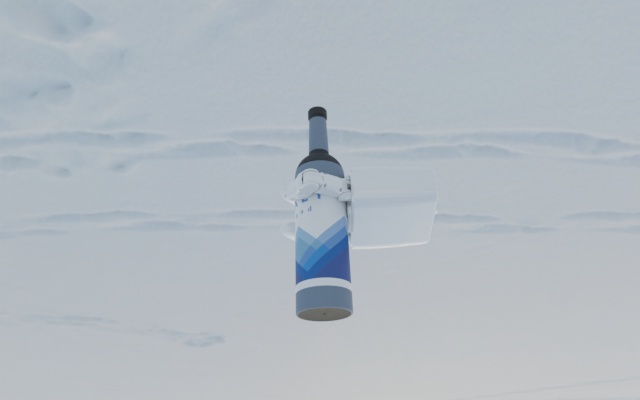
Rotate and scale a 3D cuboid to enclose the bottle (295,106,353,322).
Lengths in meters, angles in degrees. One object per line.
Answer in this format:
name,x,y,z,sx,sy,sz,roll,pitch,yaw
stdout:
bottle,0.000,0.002,0.619,0.069,0.295,0.069,-2,-28,-1
